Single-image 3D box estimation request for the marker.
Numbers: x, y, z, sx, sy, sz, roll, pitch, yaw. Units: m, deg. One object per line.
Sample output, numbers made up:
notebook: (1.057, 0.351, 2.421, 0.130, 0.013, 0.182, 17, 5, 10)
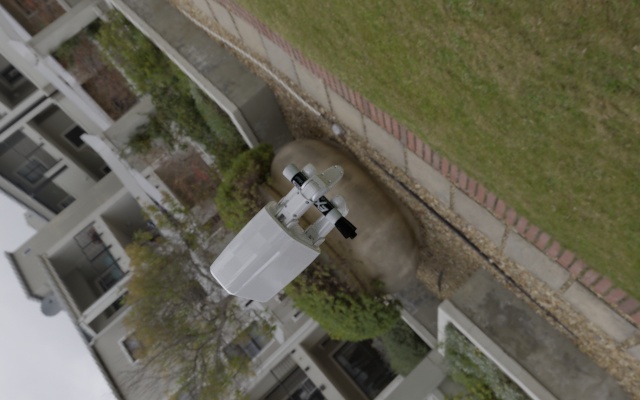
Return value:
marker: (0.000, 0.002, 0.586, 0.121, 0.020, 0.020, 46, 14, 14)
